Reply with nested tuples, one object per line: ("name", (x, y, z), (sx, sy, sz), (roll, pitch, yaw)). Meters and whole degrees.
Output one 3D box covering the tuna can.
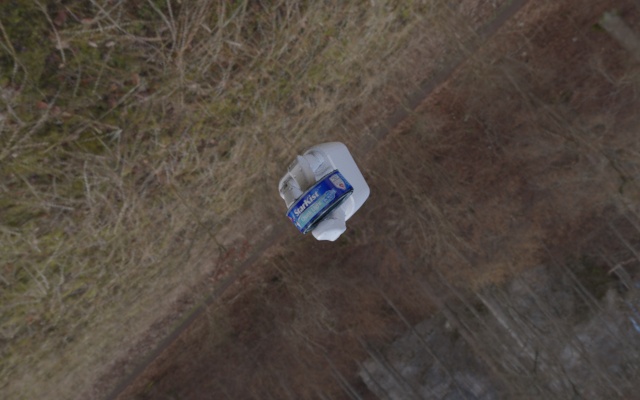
("tuna can", (0.000, 0.002, 0.590), (0.086, 0.034, 0.086), (-40, -7, -6))
